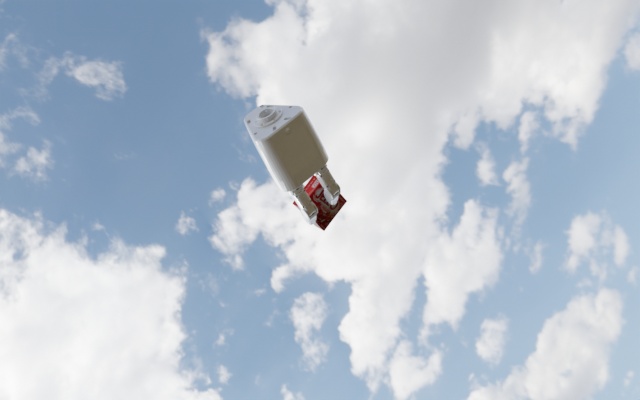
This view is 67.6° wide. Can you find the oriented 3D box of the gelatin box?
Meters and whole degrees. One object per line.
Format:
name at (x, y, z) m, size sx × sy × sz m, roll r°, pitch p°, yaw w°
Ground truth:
gelatin box at (0.000, 0.003, 0.866) m, size 0.030 × 0.073 × 0.089 m, roll 29°, pitch -13°, yaw 43°
